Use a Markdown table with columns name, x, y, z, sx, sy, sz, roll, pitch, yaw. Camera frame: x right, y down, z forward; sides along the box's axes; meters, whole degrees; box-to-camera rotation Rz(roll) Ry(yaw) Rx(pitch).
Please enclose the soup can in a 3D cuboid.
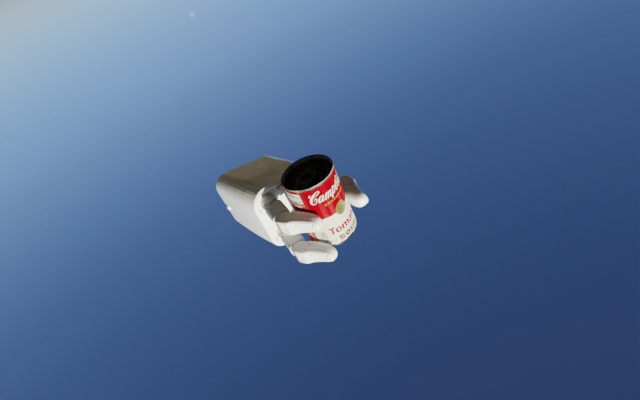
| name | x | y | z | sx | sy | sz | roll | pitch | yaw |
| --- | --- | --- | --- | --- | --- | --- | --- | --- | --- |
| soup can | 0.001 | 0.002 | 0.607 | 0.068 | 0.102 | 0.068 | -15 | 38 | 13 |
